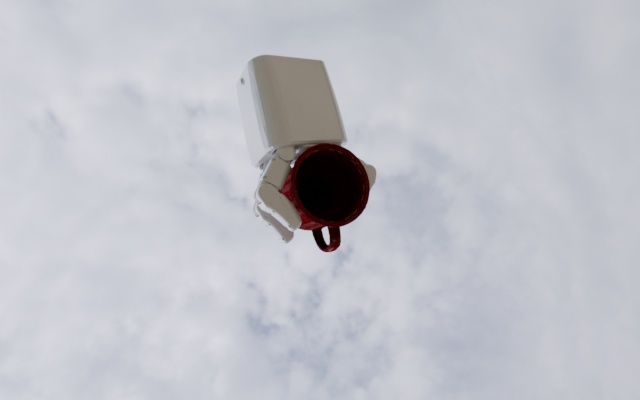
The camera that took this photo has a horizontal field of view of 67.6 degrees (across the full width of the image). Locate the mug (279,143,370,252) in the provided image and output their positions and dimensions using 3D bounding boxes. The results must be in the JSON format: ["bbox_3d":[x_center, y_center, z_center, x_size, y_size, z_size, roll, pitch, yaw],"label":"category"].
[{"bbox_3d":[0.000,0.003,0.550,0.093,0.117,0.081,-10,-7,-23],"label":"mug"}]
